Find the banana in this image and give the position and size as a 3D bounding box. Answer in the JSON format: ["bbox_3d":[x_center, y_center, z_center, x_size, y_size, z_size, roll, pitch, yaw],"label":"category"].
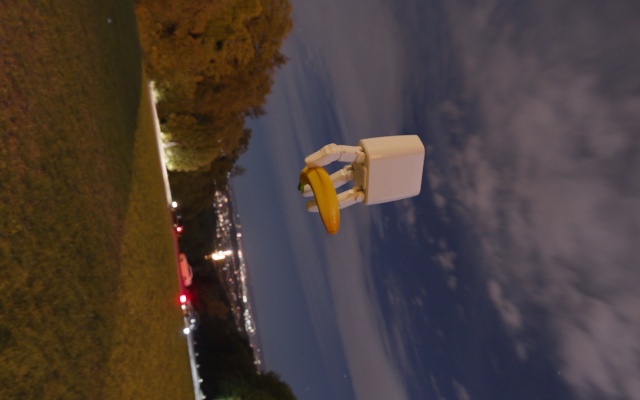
[{"bbox_3d":[-0.001,-0.016,0.788,0.037,0.070,0.197,-7,24,-13],"label":"banana"}]
